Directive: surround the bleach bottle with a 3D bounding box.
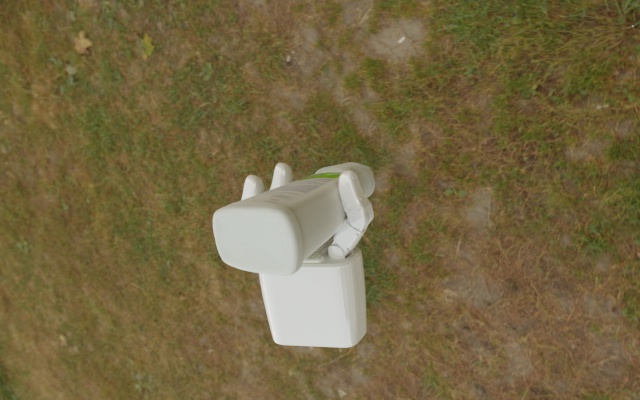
[{"bbox_3d":[0.000,0.002,0.539,0.102,0.068,0.250,2,18,33],"label":"bleach bottle"}]
